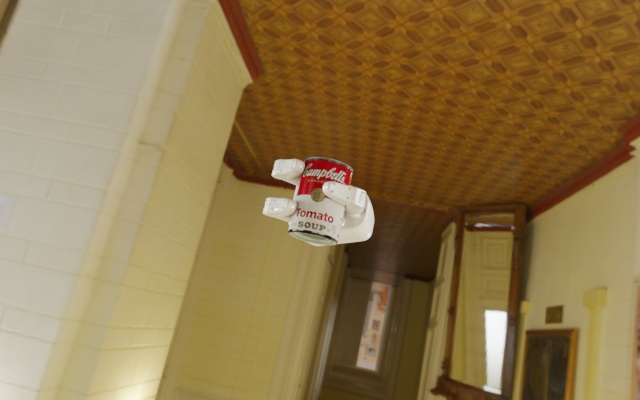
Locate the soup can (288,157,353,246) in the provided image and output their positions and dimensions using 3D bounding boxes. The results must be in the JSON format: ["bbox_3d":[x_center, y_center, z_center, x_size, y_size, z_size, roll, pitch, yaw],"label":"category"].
[{"bbox_3d":[0.000,0.002,0.631,0.068,0.102,0.068,12,-14,3],"label":"soup can"}]
